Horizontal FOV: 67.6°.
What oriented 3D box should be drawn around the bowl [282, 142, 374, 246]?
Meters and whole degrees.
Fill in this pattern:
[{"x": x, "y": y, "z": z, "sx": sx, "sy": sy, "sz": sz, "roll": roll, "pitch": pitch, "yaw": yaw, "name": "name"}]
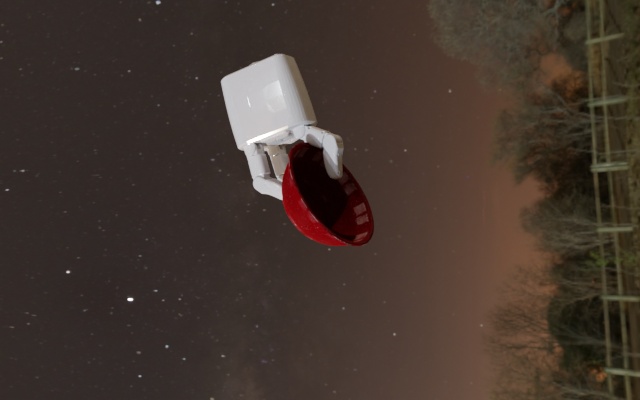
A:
[{"x": 0.000, "y": 0.003, "z": 0.646, "sx": 0.055, "sy": 0.162, "sz": 0.162, "roll": -37, "pitch": -20, "yaw": 29, "name": "bowl"}]
